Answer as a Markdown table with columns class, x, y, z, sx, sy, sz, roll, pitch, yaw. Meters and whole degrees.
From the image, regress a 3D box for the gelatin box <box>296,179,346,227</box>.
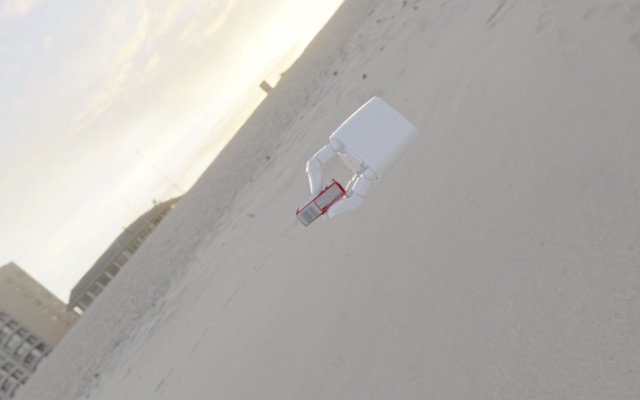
| class | x | y | z | sx | sy | sz | roll | pitch | yaw |
| --- | --- | --- | --- | --- | --- | --- | --- | --- | --- |
| gelatin box | 0.000 | 0.003 | 0.812 | 0.089 | 0.030 | 0.073 | -40 | 6 | 2 |
